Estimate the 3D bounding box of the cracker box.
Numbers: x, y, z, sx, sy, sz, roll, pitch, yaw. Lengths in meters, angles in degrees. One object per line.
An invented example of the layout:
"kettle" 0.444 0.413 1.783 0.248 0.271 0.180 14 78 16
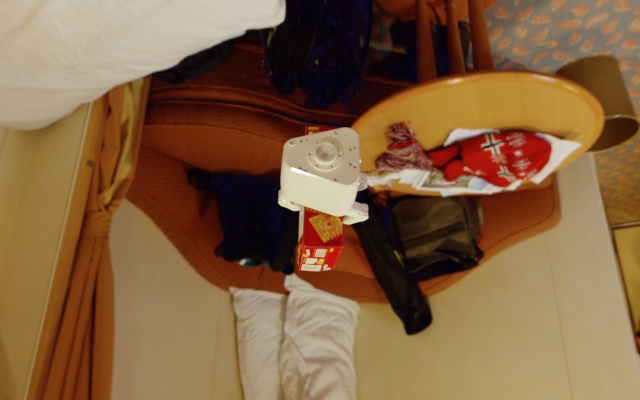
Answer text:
"cracker box" 0.000 0.003 0.840 0.072 0.213 0.164 3 -22 -4
